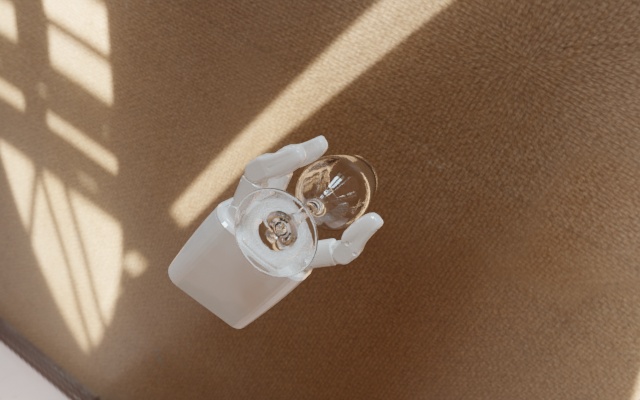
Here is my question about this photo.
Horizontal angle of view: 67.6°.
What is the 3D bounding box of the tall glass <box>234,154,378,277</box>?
[{"bbox_3d":[0.000,0.002,0.464,0.079,0.079,0.201,0,15,23],"label":"tall glass"}]
